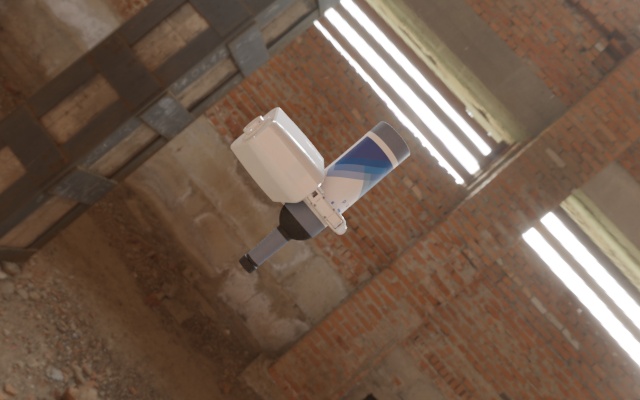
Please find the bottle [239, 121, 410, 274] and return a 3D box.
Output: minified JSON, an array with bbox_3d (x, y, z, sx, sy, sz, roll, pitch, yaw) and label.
[{"bbox_3d":[0.000,0.002,0.708,0.295,0.069,0.069,-41,2,-3],"label":"bottle"}]
